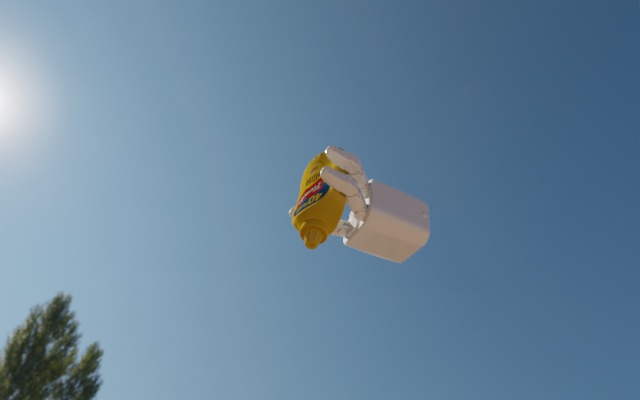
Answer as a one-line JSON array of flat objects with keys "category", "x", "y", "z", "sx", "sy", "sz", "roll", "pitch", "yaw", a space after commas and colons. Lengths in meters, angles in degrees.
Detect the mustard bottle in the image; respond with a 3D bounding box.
[{"category": "mustard bottle", "x": 0.000, "y": 0.002, "z": 0.740, "sx": 0.096, "sy": 0.191, "sz": 0.058, "roll": -33, "pitch": -62, "yaw": 31}]
